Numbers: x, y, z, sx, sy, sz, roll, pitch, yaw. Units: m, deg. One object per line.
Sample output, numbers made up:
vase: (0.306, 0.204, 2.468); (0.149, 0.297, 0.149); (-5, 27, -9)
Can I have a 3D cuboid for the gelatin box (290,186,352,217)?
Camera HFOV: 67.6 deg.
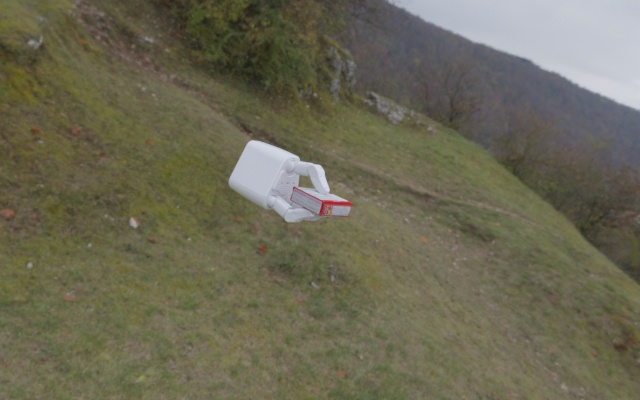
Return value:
gelatin box: (0.000, 0.002, 0.864); (0.073, 0.030, 0.089); (4, 15, -43)
